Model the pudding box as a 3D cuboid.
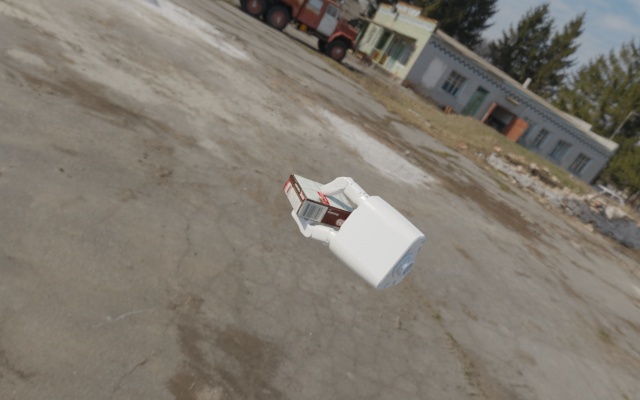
[{"bbox_3d":[0.000,0.003,0.837,0.113,0.039,0.090,19,22,-31],"label":"pudding box"}]
